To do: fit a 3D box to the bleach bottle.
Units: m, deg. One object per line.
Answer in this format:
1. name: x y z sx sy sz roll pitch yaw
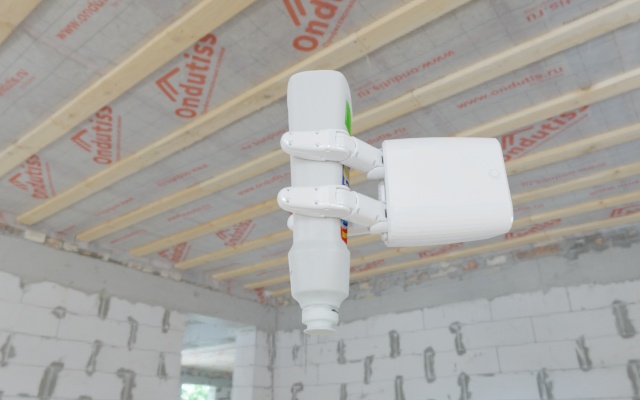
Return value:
1. bleach bottle: 0.000 0.001 0.463 0.068 0.250 0.103 -3 -26 5
